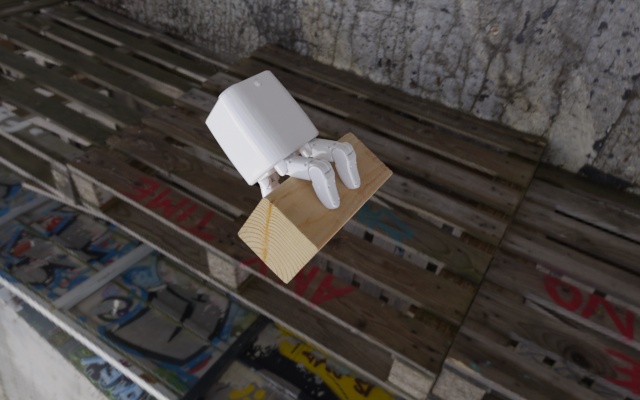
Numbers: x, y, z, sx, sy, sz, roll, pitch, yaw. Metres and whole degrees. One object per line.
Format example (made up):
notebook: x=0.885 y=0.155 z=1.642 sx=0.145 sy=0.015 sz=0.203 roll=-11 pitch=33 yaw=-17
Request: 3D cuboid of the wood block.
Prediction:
wood block: x=0.000 y=0.002 z=0.639 sx=0.206 sy=0.090 sz=0.091 roll=-42 pitch=-5 yaw=-46
